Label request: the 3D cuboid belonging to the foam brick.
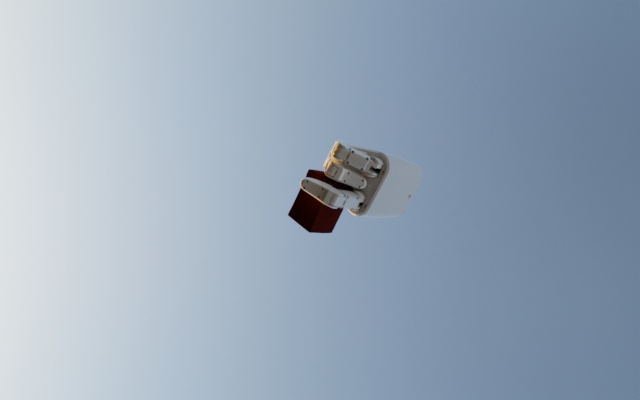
[{"bbox_3d":[0.000,0.002,0.690,0.051,0.078,0.053,6,26,-49],"label":"foam brick"}]
